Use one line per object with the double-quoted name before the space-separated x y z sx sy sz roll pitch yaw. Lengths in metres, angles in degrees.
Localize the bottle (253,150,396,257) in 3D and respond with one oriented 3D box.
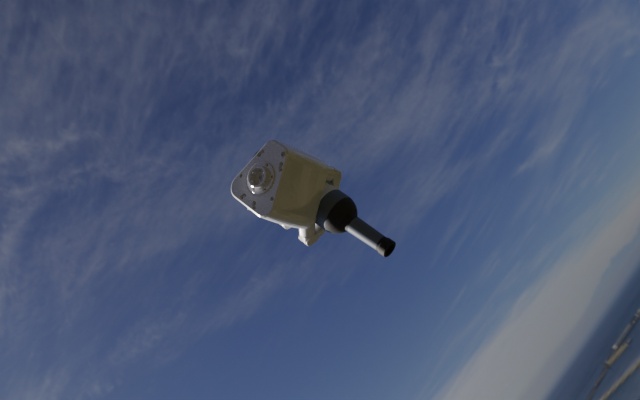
"bottle" 0.000 0.002 0.784 0.295 0.069 0.069 34 20 32
